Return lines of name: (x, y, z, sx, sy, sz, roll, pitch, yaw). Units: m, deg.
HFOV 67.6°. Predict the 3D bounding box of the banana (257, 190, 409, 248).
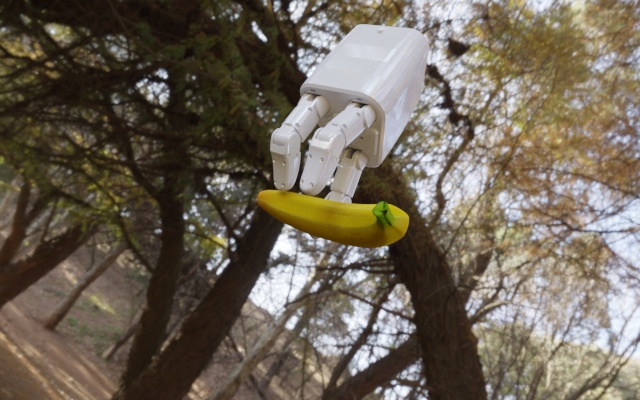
banana: (0.014, 0.013, 0.430, 0.070, 0.037, 0.198, 43, -22, -28)
